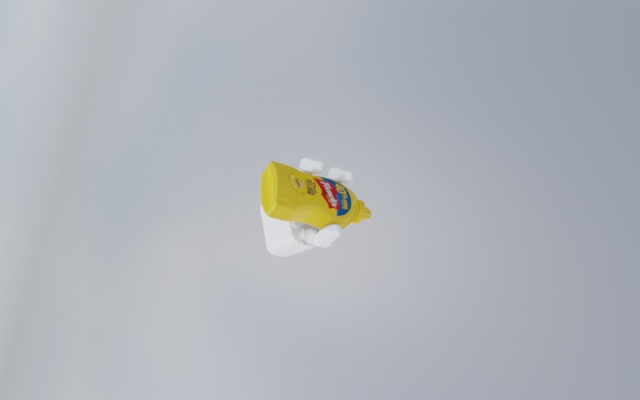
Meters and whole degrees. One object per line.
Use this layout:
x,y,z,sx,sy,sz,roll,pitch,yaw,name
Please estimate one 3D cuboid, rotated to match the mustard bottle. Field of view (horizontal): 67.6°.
0.000,0.002,0.769,0.192,0.096,0.058,16,-49,-28,mustard bottle
